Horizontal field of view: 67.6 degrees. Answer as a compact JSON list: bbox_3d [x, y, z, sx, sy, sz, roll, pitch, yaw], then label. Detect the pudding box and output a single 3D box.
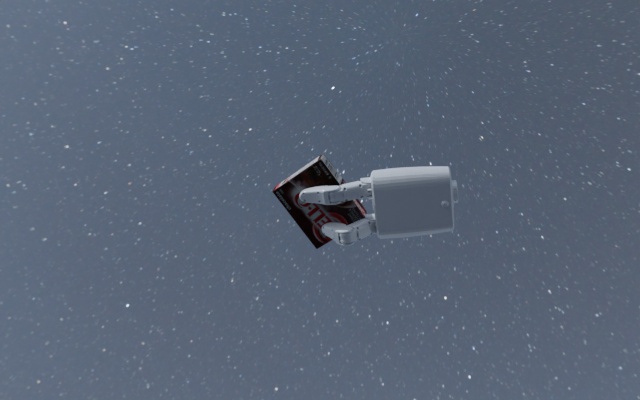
[{"bbox_3d":[0.000,0.002,0.696,0.090,0.113,0.039,-33,10,19],"label":"pudding box"}]
